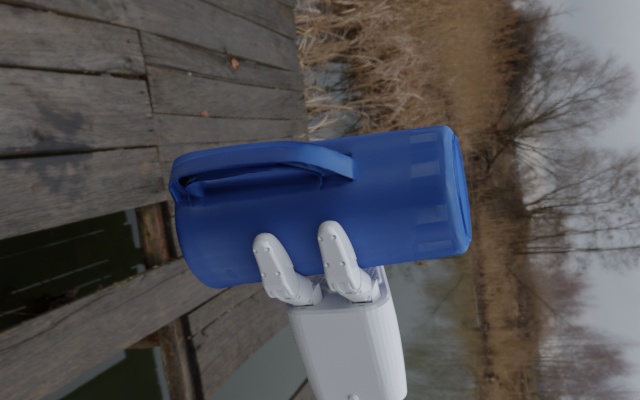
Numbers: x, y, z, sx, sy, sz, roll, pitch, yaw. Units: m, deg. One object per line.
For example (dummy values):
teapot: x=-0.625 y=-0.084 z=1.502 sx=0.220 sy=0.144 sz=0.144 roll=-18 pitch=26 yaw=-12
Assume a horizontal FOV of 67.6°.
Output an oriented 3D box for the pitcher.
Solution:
pitcher: x=0.000 y=0.002 z=0.422 sx=0.243 sy=0.145 sz=0.149 roll=-8 pitch=16 yaw=20
